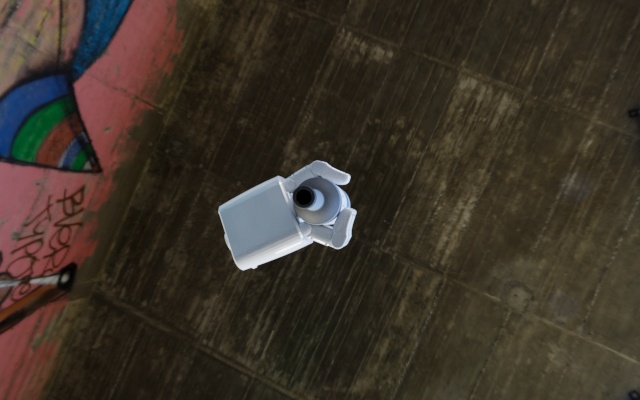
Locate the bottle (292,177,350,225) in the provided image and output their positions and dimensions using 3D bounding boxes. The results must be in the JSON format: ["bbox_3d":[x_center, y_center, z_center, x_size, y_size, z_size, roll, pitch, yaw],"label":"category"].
[{"bbox_3d":[0.000,0.002,0.698,0.069,0.069,0.296,0,-2,8],"label":"bottle"}]
